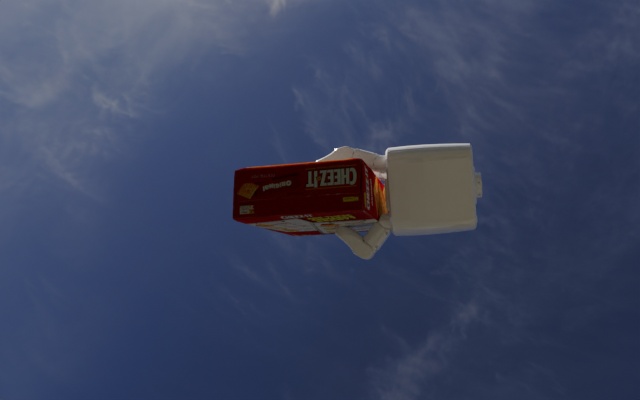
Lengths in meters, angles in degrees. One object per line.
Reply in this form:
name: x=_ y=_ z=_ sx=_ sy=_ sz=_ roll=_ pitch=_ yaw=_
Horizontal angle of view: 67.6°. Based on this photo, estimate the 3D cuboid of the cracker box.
cracker box: x=0.000 y=0.002 z=0.657 sx=0.164 sy=0.072 sz=0.214 roll=-5 pitch=-11 yaw=15
